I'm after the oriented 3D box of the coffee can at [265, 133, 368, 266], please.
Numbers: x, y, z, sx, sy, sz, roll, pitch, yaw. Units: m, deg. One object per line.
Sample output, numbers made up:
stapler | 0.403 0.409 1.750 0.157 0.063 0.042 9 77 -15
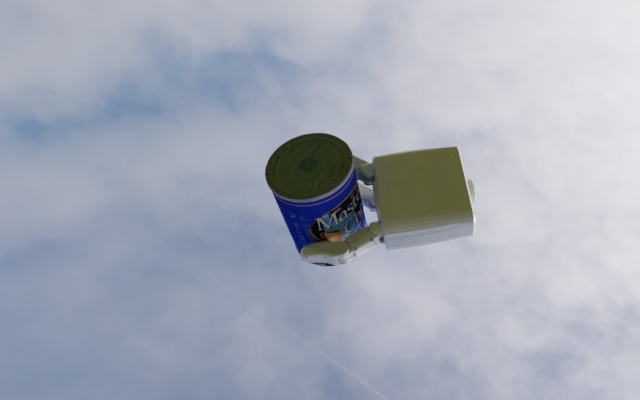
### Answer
coffee can | 0.000 0.002 0.593 0.103 0.102 0.140 0 -38 15
